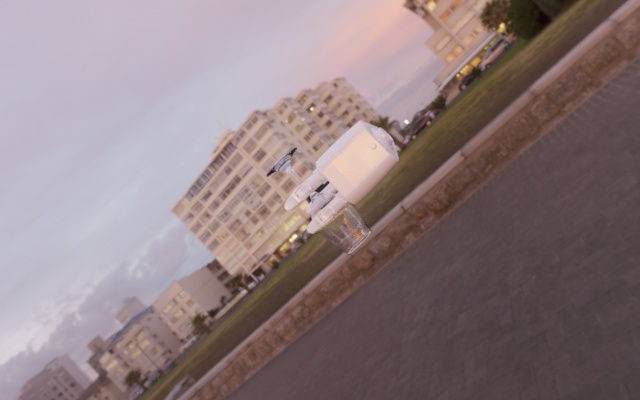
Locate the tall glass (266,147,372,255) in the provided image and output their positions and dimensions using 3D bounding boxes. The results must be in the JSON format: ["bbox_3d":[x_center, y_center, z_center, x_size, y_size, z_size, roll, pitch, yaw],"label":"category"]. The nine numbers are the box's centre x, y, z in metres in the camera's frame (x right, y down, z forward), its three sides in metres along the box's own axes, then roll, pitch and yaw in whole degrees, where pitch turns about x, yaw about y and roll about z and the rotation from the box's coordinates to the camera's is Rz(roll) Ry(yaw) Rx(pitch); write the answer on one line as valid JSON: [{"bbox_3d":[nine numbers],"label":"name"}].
[{"bbox_3d":[0.000,0.002,0.841,0.079,0.201,0.079,-44,-2,-2],"label":"tall glass"}]
